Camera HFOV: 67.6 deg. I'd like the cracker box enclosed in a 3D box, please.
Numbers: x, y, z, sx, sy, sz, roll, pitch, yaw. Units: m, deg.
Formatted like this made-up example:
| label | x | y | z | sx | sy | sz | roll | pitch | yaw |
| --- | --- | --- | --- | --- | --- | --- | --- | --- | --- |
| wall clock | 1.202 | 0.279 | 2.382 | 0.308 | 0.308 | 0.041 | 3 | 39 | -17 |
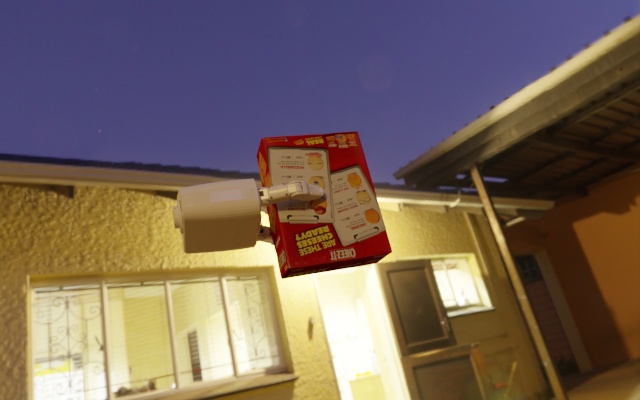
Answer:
| label | x | y | z | sx | sy | sz | roll | pitch | yaw |
| --- | --- | --- | --- | --- | --- | --- | --- | --- | --- |
| cracker box | 0.000 | 0.002 | 0.748 | 0.164 | 0.213 | 0.072 | -7 | -21 | -18 |
